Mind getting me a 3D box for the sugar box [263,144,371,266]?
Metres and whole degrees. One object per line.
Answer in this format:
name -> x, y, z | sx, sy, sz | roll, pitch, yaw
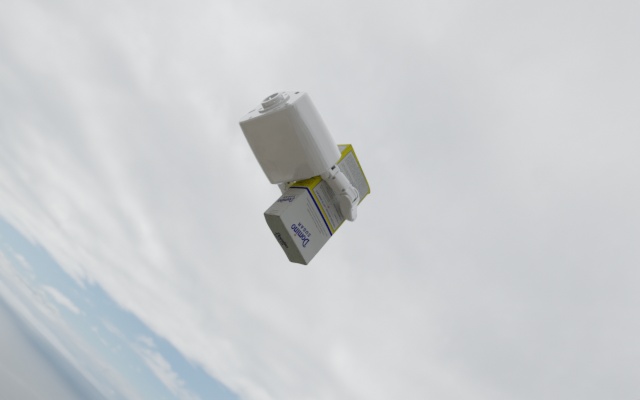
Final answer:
sugar box -> 0.000, 0.002, 0.708 | 0.048, 0.093, 0.176 | 6, 41, 47
